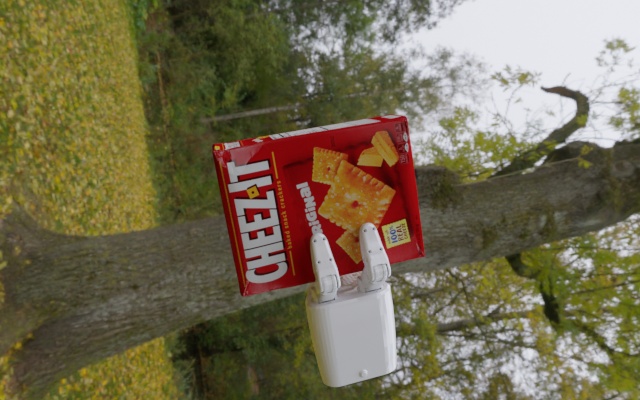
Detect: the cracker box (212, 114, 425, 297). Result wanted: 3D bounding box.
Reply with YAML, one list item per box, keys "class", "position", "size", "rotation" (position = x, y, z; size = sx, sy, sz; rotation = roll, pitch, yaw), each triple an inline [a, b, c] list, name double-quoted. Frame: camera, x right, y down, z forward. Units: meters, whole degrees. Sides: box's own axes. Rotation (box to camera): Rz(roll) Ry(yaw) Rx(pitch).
- class: "cracker box"
  position: [0.000, 0.002, 0.536]
  size: [0.213, 0.164, 0.072]
  rotation: [-11, 13, -10]
